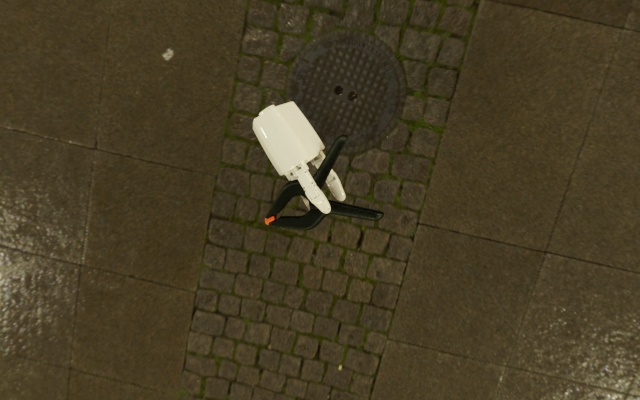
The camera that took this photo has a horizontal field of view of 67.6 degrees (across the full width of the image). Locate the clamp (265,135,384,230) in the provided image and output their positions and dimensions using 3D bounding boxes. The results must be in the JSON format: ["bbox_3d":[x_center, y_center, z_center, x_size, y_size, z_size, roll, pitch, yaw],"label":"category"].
[{"bbox_3d":[-0.001,0.003,0.864,0.210,0.164,0.036,-32,1,11],"label":"clamp"}]
